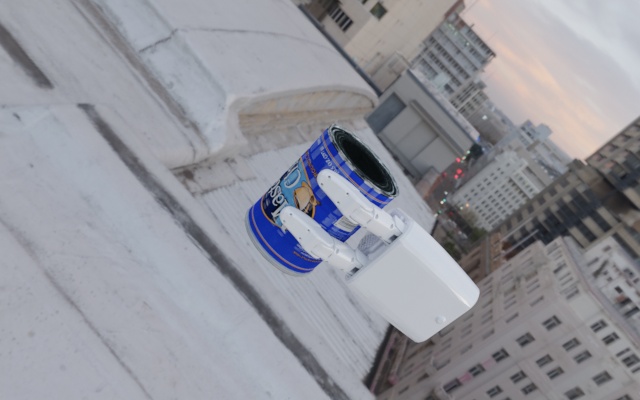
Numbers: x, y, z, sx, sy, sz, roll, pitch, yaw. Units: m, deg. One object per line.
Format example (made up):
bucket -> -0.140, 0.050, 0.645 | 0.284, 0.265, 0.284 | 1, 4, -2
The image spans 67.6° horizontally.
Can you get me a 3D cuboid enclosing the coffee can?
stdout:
coffee can -> 0.000, 0.002, 0.523 | 0.140, 0.102, 0.103 | -44, -20, 22
